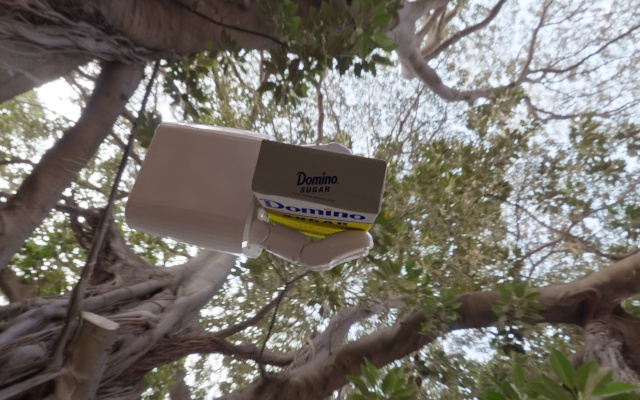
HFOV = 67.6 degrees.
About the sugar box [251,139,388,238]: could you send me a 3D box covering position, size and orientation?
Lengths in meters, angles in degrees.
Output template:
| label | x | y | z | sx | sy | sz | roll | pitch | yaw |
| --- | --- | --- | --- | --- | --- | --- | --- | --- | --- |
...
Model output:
| label | x | y | z | sx | sy | sz | roll | pitch | yaw |
| --- | --- | --- | --- | --- | --- | --- | --- | --- | --- |
| sugar box | 0.000 | 0.002 | 0.414 | 0.093 | 0.048 | 0.176 | 10 | -9 | 3 |
